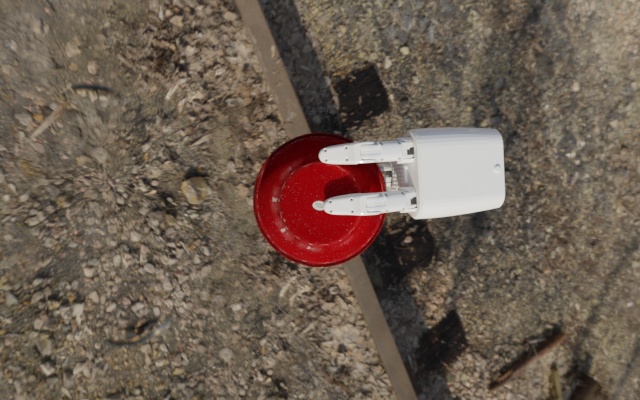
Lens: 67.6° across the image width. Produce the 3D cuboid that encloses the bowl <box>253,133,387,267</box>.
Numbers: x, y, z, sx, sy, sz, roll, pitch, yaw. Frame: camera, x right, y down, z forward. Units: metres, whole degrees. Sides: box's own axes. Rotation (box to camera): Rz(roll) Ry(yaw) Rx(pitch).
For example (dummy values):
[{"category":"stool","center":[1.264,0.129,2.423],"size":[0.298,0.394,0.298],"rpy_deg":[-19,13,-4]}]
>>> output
[{"category":"bowl","center":[-0.001,0.002,0.546],"size":[0.162,0.162,0.055],"rpy_deg":[0,4,-1]}]
